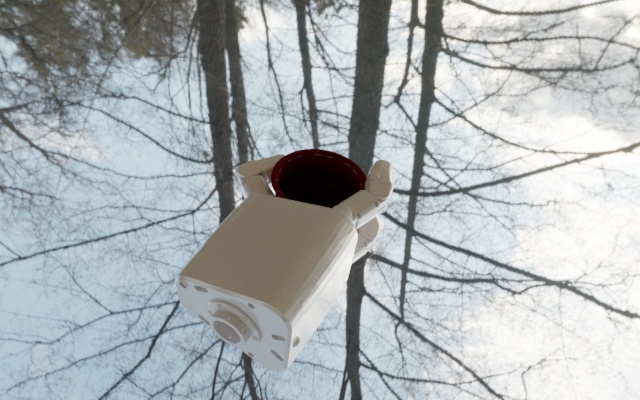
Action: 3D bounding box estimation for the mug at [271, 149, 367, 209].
[{"bbox_3d":[0.001,0.001,0.488,0.093,0.082,0.117,26,47,15],"label":"mug"}]
